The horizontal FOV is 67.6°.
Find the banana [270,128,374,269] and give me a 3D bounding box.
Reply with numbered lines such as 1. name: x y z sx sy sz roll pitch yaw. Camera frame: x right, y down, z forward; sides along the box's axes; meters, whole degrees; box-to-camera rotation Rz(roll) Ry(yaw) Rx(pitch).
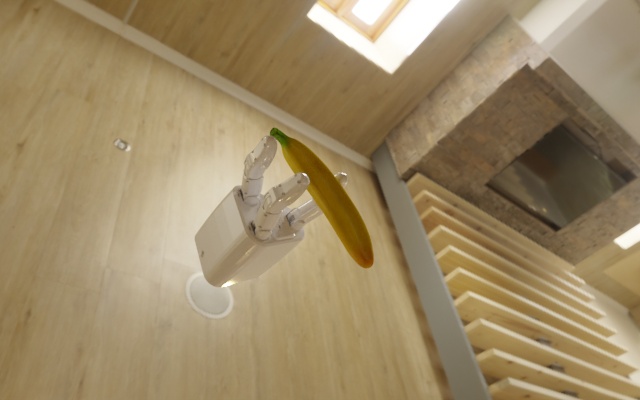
1. banana: 0.006 -0.003 0.577 0.037 0.197 0.069 -42 -12 25
